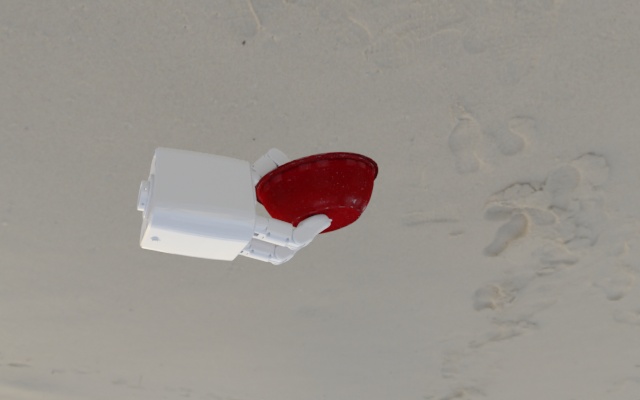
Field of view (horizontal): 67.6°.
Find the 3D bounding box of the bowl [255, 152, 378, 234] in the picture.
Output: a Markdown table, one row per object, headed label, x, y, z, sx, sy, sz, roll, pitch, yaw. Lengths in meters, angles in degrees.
| label | x | y | z | sx | sy | sz | roll | pitch | yaw |
| --- | --- | --- | --- | --- | --- | --- | --- | --- | --- |
| bowl | 0.001 | 0.002 | 0.598 | 0.162 | 0.055 | 0.162 | -11 | -21 | -4 |
